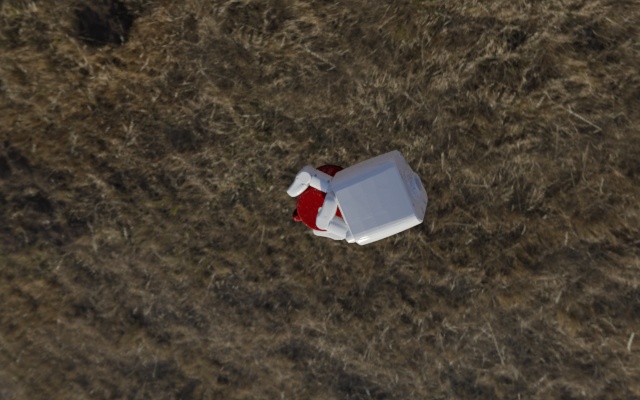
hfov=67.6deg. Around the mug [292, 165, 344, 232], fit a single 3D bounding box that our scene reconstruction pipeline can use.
[{"bbox_3d":[-0.001,0.003,0.802,0.117,0.093,0.081,-23,18,28],"label":"mug"}]
